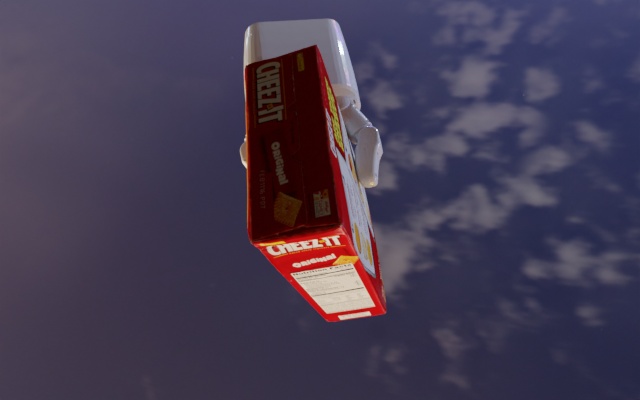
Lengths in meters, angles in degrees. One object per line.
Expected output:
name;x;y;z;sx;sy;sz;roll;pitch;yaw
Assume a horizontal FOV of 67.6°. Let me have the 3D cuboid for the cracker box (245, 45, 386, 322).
cracker box;0.000;0.001;0.430;0.072;0.164;0.214;-13;-30;10
